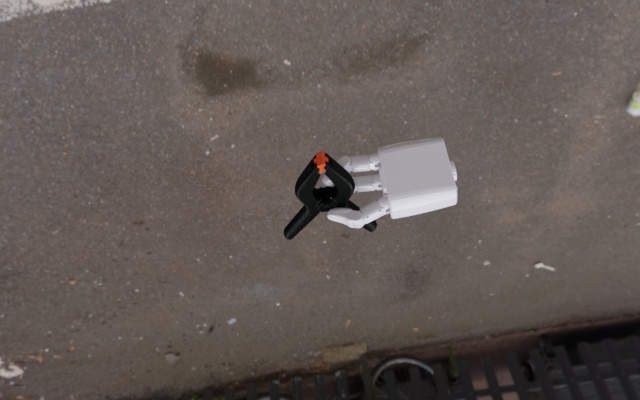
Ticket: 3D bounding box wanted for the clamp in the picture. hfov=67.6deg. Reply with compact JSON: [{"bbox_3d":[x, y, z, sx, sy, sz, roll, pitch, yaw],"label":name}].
[{"bbox_3d":[0.000,0.003,0.778,0.164,0.036,0.210,-11,-37,7],"label":"clamp"}]
